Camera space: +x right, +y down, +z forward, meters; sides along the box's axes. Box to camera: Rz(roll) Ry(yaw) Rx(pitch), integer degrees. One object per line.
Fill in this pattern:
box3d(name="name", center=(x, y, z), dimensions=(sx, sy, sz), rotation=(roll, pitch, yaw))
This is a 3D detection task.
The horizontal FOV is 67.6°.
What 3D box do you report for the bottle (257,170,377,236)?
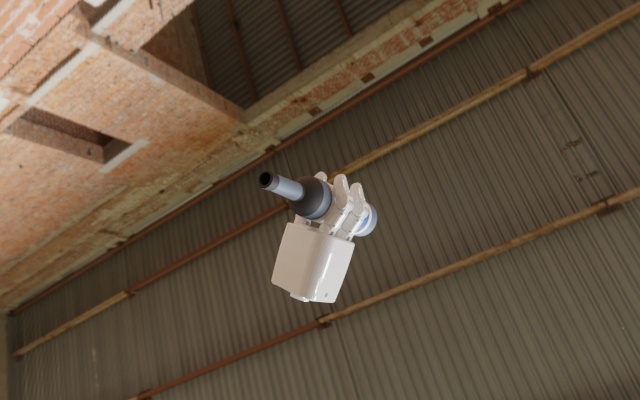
box3d(name="bottle", center=(0.000, 0.003, 0.779), dimensions=(0.069, 0.069, 0.296), rotation=(0, -13, 32))
